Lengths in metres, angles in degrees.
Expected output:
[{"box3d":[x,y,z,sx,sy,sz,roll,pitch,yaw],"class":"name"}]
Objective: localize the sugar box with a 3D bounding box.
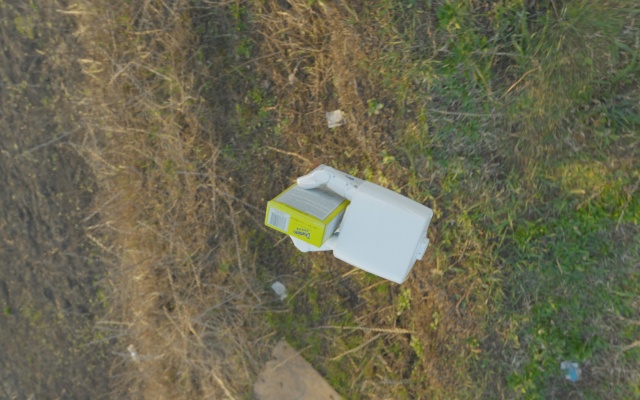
[{"box3d":[0.000,0.003,0.732,0.093,0.048,0.176,23,28,18],"class":"sugar box"}]
